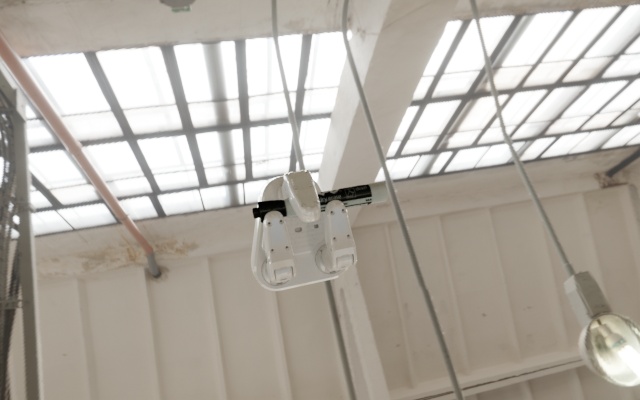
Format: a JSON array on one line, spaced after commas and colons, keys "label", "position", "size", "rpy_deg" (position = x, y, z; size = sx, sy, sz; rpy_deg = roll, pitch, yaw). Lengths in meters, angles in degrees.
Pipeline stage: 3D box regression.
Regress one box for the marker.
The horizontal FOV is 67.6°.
[{"label": "marker", "position": [0.000, 0.001, 0.425], "size": [0.121, 0.020, 0.020], "rpy_deg": [-10, 2, -11]}]
